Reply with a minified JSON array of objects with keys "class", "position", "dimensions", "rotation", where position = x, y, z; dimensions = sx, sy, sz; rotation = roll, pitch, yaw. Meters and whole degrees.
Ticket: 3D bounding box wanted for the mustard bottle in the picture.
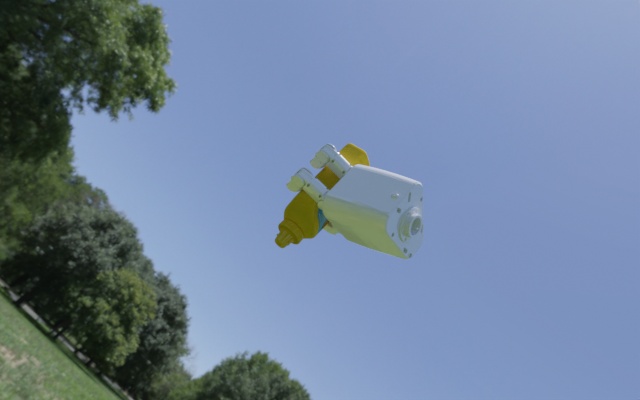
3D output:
[{"class":"mustard bottle","position":[0.000,0.002,0.729],"dimensions":[0.058,0.191,0.096],"rotation":[33,-29,19]}]
